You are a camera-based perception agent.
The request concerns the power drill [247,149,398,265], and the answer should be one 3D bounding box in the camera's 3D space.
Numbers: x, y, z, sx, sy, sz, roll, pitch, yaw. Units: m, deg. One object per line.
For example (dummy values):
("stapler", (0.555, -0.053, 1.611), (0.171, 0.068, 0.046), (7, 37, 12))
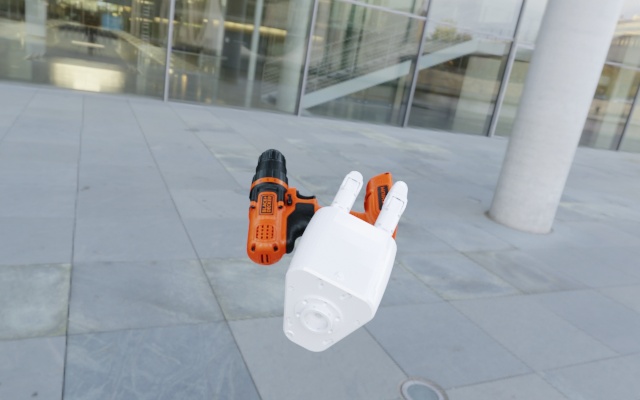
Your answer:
("power drill", (0.001, 0.002, 0.624), (0.187, 0.184, 0.057), (-1, -40, 0))
